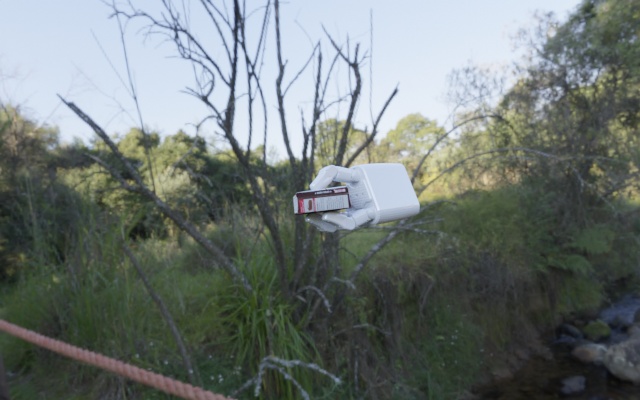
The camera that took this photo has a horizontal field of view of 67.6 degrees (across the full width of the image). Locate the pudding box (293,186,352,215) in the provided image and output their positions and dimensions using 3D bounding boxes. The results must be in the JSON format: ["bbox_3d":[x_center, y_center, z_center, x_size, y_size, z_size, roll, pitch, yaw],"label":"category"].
[{"bbox_3d":[0.000,0.002,0.818,0.090,0.039,0.113,-7,-4,-5],"label":"pudding box"}]
